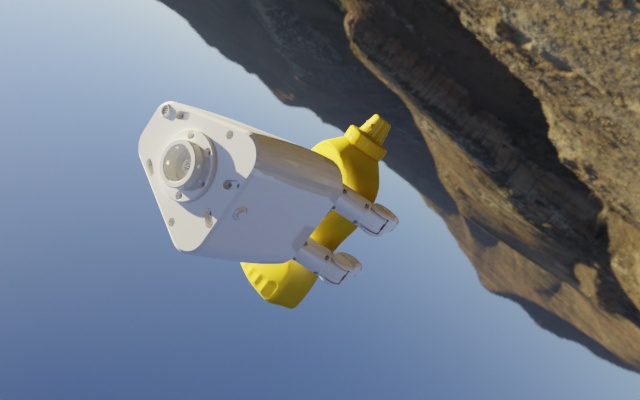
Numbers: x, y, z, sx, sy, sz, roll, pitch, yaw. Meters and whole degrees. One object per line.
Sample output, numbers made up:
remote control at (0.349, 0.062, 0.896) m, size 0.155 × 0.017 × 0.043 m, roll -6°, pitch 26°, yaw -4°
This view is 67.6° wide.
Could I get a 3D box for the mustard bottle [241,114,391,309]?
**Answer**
mustard bottle at (0.000, 0.002, 0.450) m, size 0.058 × 0.192 × 0.096 m, roll 27°, pitch 16°, yaw -36°
